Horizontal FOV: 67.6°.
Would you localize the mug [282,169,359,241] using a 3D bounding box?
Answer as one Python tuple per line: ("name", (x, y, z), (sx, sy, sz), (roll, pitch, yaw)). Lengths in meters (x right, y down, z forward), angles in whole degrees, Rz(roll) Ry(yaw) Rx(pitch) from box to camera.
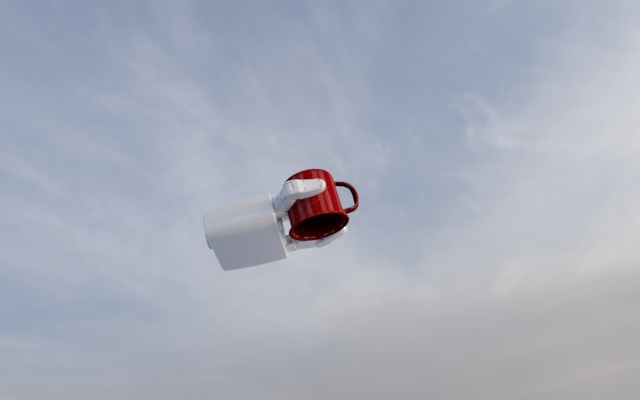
("mug", (0.001, 0.002, 0.727), (0.117, 0.081, 0.093), (-14, -26, -4))
